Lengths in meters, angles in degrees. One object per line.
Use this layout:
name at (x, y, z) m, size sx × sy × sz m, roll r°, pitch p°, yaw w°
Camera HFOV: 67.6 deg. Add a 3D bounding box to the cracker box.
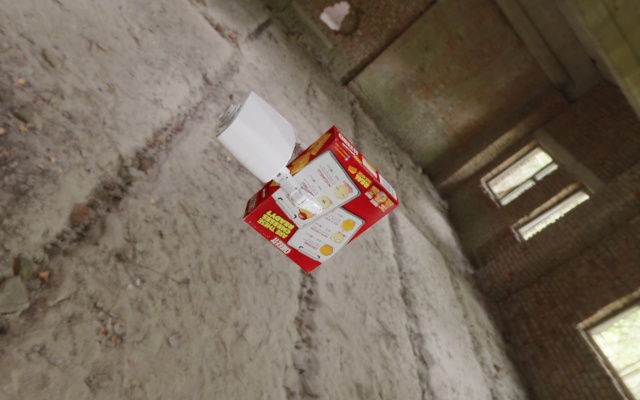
cracker box at (0.000, 0.003, 0.823) m, size 0.214 × 0.164 × 0.072 m, roll -39°, pitch 23°, yaw 19°
